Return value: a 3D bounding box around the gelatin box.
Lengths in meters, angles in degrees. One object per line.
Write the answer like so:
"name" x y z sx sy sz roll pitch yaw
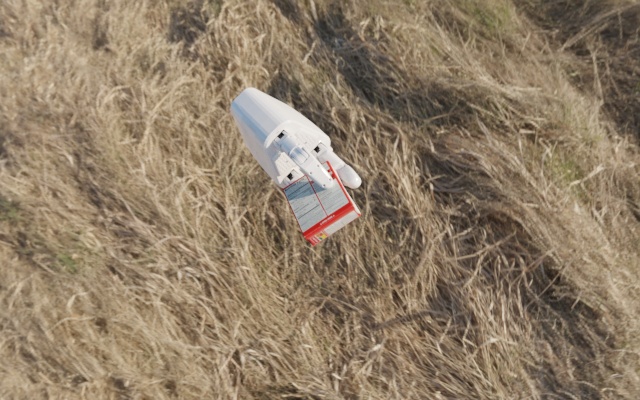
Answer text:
"gelatin box" 0.000 0.002 0.610 0.073 0.089 0.030 -33 -39 7
